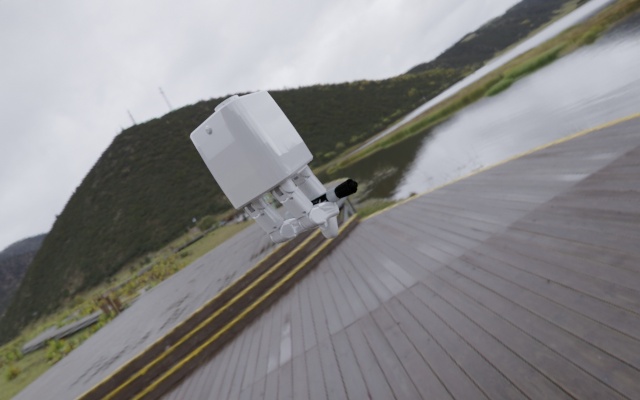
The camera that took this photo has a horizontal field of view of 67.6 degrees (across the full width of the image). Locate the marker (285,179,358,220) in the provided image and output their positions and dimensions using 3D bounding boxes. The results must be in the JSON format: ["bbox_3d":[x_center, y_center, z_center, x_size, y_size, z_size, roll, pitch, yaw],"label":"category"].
[{"bbox_3d":[0.000,0.002,0.602,0.020,0.020,0.121,0,-21,-47],"label":"marker"}]
